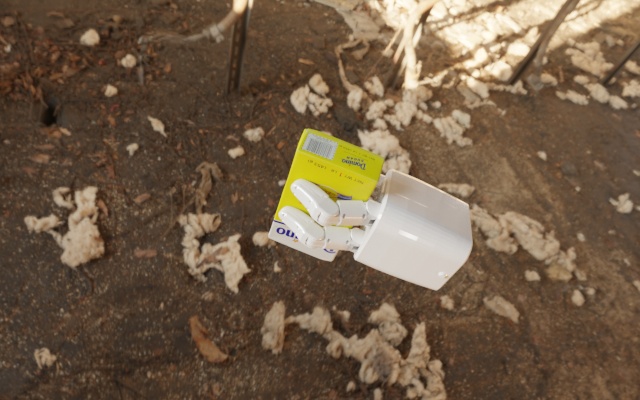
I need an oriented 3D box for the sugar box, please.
[{"bbox_3d":[0.000,0.002,0.566,0.093,0.048,0.176,22,-41,-1],"label":"sugar box"}]
